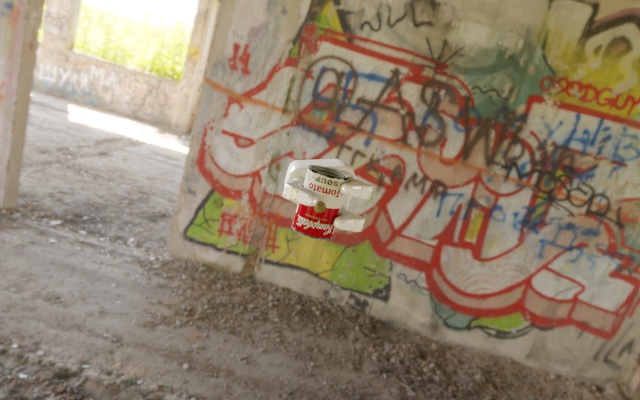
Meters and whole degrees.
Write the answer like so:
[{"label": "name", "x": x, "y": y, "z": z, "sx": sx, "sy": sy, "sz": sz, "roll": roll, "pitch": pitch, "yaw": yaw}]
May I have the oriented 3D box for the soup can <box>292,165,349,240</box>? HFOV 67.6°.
[{"label": "soup can", "x": 0.000, "y": 0.002, "z": 0.747, "sx": 0.068, "sy": 0.102, "sz": 0.068, "roll": 15, "pitch": 13, "yaw": -3}]
